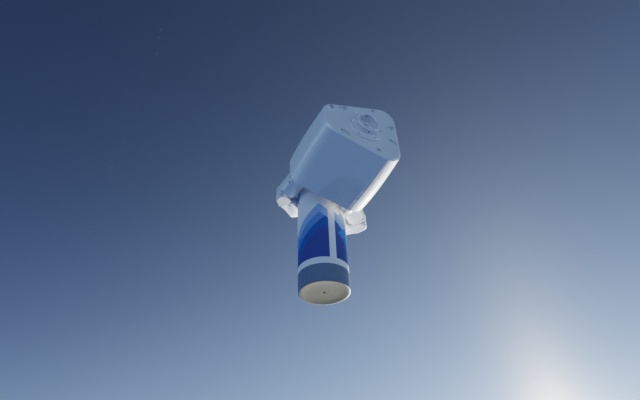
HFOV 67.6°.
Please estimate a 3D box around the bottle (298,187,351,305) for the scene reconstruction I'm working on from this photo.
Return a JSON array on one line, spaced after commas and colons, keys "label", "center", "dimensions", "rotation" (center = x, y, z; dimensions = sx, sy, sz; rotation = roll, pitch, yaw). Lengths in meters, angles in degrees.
[{"label": "bottle", "center": [0.000, 0.003, 0.690], "dimensions": [0.069, 0.295, 0.069], "rotation": [-1, -39, -1]}]
